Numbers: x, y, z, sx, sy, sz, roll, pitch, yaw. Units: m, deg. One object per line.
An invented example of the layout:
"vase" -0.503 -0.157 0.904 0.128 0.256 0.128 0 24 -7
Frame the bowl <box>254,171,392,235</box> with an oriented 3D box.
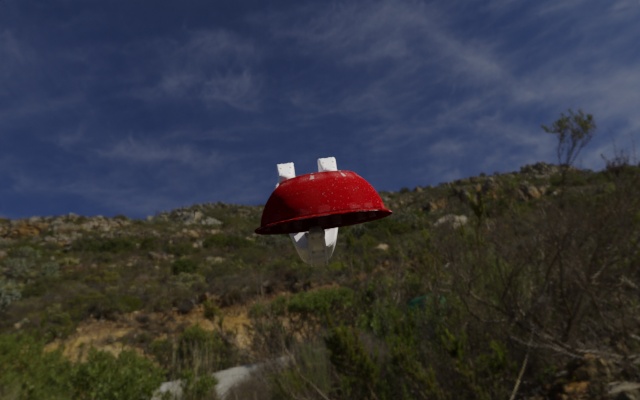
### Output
"bowl" 0.000 0.001 0.560 0.162 0.055 0.162 -8 -8 -1
